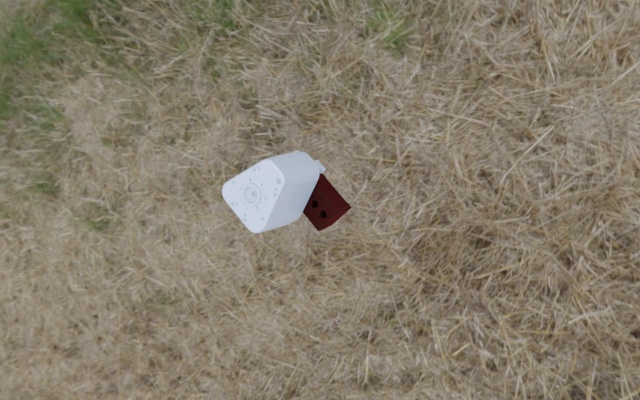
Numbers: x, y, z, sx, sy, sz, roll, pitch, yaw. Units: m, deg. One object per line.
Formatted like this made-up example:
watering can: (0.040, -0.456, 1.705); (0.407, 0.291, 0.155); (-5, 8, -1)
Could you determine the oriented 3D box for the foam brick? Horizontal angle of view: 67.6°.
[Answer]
foam brick: (0.000, 0.003, 0.784); (0.053, 0.078, 0.051); (-46, -12, 25)
